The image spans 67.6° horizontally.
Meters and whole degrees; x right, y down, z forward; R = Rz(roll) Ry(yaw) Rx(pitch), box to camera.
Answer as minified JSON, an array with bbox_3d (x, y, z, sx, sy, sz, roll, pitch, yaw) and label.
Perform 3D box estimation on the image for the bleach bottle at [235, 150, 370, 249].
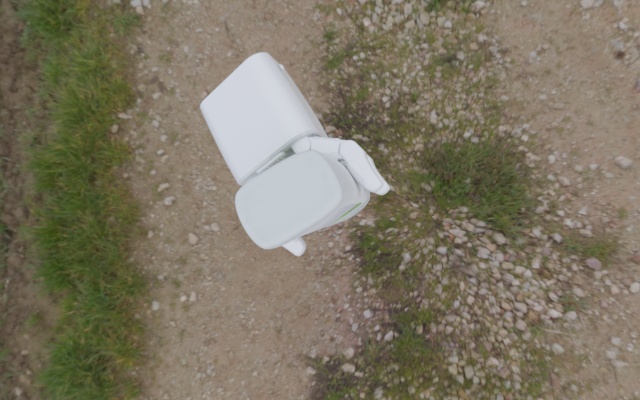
[{"bbox_3d":[0.000,0.002,0.544,0.102,0.068,0.251,-30,-8,11],"label":"bleach bottle"}]
